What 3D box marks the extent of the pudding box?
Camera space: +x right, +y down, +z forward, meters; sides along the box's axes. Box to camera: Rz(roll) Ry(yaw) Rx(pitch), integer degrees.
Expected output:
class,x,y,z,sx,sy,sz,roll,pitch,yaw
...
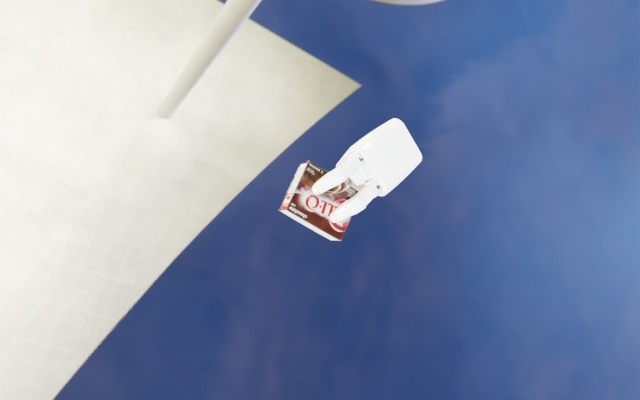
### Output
class,x,y,z,sx,sy,sz,roll,pitch,yaw
pudding box,0.000,0.003,0.777,0.113,0.090,0.039,30,-18,-21
